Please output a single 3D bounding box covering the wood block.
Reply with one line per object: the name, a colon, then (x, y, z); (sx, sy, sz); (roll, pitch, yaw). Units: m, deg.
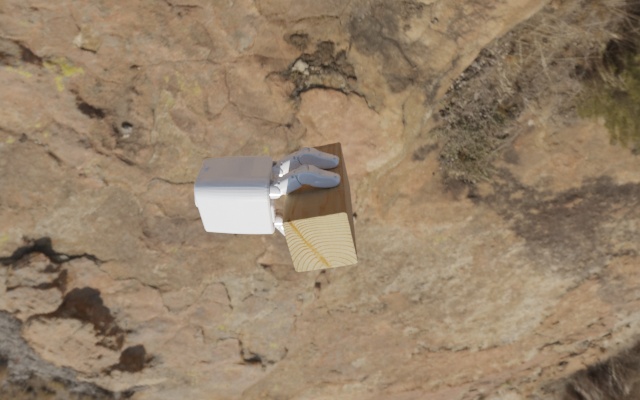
wood block: (0.000, 0.003, 0.728); (0.090, 0.091, 0.206); (-10, 33, 6)
